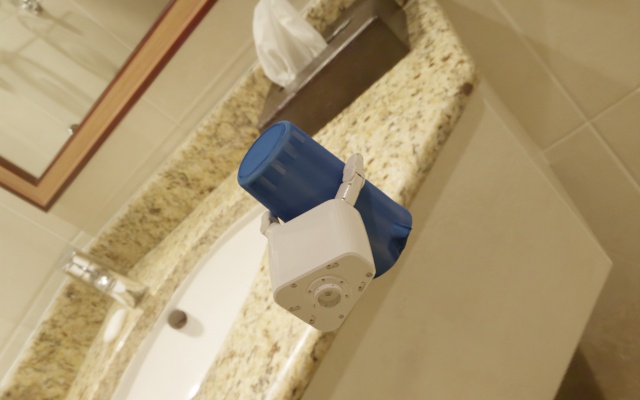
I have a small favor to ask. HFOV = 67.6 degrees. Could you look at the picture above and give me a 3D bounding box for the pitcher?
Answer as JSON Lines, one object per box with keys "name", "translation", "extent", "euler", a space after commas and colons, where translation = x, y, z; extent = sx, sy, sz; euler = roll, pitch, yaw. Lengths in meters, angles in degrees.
{"name": "pitcher", "translation": [0.000, 0.002, 0.683], "extent": [0.243, 0.149, 0.145], "euler": [38, 21, -25]}
